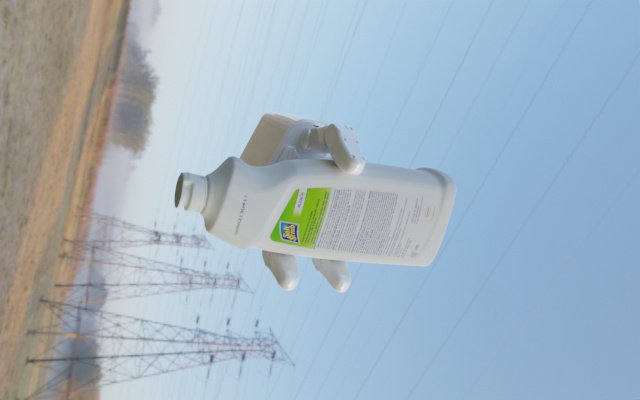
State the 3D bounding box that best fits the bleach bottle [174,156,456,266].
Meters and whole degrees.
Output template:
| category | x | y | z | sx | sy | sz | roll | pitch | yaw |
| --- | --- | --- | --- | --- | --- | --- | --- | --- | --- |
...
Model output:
| category | x | y | z | sx | sy | sz | roll | pitch | yaw |
| --- | --- | --- | --- | --- | --- | --- | --- | --- | --- |
| bleach bottle | 0.000 | 0.002 | 0.433 | 0.251 | 0.102 | 0.068 | 9 | 12 | -27 |
